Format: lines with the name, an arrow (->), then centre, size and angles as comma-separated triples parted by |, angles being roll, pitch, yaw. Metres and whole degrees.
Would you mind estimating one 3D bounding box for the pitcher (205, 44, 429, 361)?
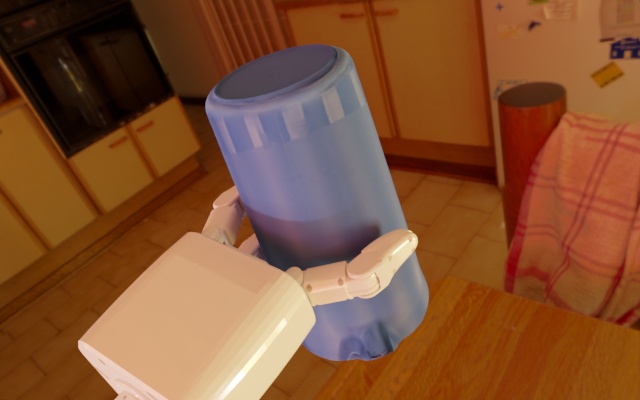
pitcher -> 0.000, 0.001, 0.401 | 0.149, 0.243, 0.145 | 8, 42, 36
